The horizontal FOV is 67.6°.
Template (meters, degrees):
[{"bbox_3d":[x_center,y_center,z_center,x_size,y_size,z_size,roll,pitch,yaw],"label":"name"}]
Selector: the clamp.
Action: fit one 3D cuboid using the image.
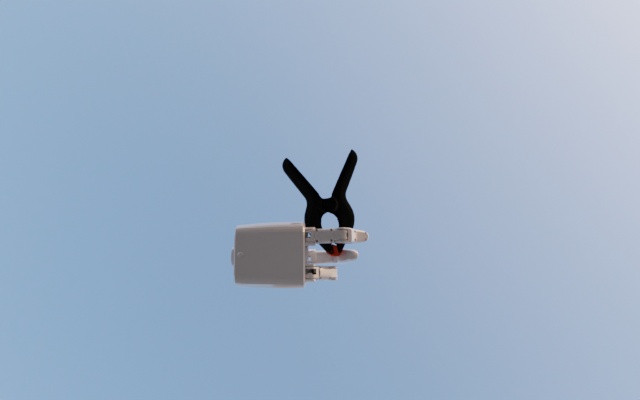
[{"bbox_3d":[0.000,0.003,0.752,0.120,0.171,0.039,-1,-10,0],"label":"clamp"}]
